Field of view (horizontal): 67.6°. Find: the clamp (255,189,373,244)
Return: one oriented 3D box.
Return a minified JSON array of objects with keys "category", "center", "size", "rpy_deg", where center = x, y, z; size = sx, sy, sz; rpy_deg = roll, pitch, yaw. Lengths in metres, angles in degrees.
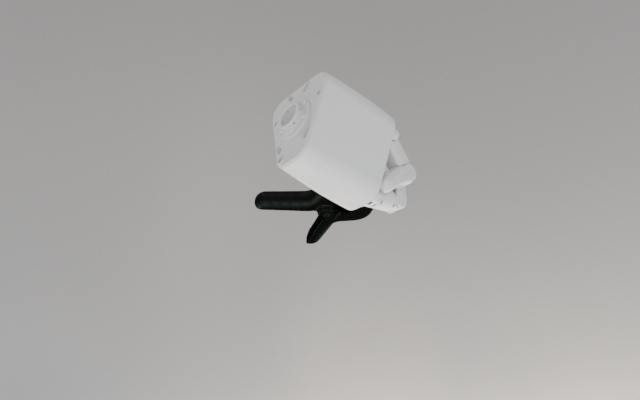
[{"category":"clamp","center":[0.000,0.003,0.616],"size":[0.120,0.039,0.171],"rpy_deg":[27,-41,-34]}]
